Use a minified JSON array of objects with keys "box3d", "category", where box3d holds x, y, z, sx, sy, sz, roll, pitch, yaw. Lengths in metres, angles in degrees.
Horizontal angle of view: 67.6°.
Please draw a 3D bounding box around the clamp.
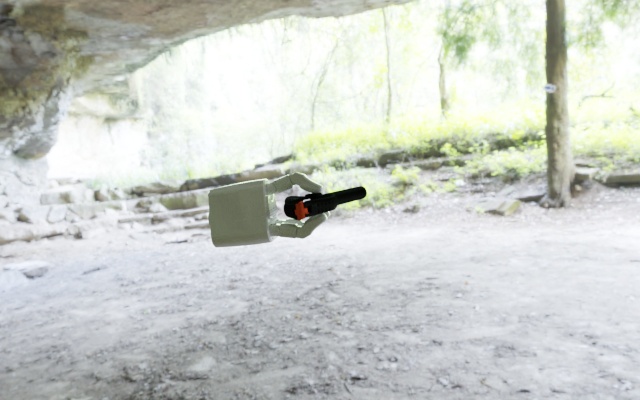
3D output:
[{"box3d":[0.000,0.002,0.850,0.164,0.036,0.210,-9,5,7],"category":"clamp"}]
